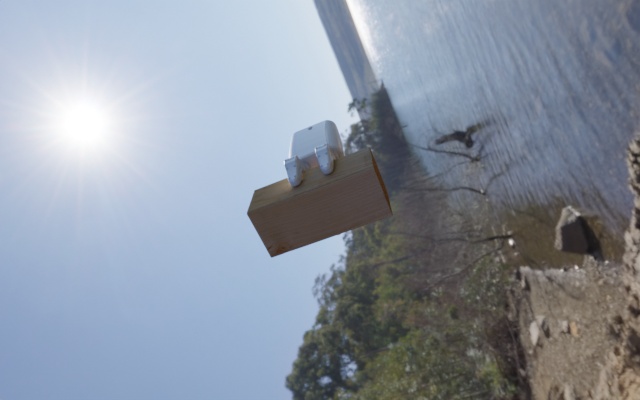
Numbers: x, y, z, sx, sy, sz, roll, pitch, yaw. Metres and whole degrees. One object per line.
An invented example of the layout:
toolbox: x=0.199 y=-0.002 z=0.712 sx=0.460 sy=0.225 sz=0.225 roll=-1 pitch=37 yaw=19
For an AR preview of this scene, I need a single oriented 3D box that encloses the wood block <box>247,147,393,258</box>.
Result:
wood block: x=0.000 y=0.003 z=0.766 sx=0.206 sy=0.091 sz=0.090 roll=-20 pitch=25 yaw=11
